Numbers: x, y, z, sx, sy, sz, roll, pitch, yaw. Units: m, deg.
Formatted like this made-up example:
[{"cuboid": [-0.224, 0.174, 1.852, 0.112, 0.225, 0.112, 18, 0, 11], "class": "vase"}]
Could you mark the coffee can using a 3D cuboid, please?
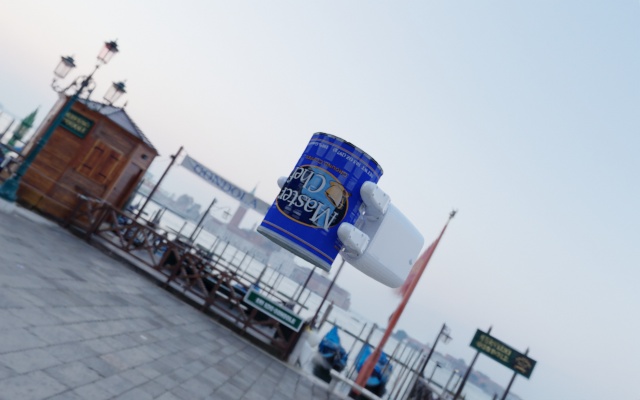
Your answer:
[{"cuboid": [0.000, 0.002, 0.589, 0.103, 0.140, 0.103, 29, -9, 5], "class": "coffee can"}]
